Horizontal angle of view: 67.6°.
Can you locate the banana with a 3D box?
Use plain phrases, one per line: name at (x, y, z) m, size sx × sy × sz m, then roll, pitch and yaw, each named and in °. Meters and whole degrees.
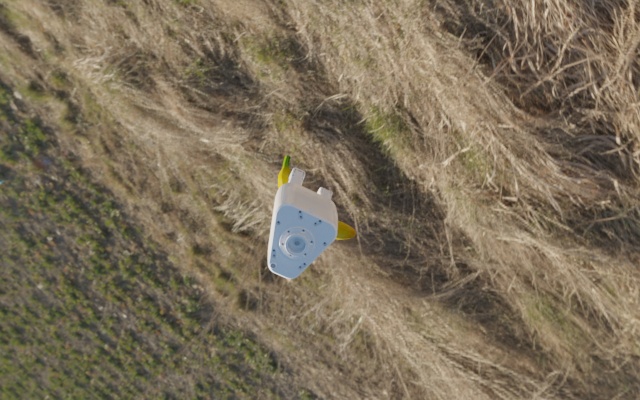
banana at (-0.015, 0.013, 0.855) m, size 0.069 × 0.198 × 0.037 m, roll -45°, pitch 16°, yaw -16°
